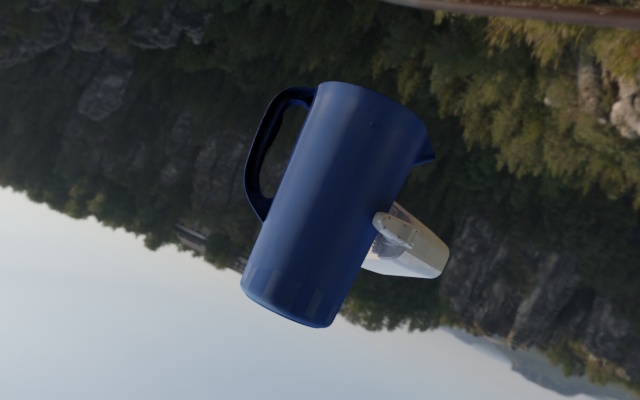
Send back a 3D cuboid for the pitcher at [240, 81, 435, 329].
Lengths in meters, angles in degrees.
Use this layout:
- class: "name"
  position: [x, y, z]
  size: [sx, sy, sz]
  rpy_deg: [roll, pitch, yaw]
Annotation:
- class: "pitcher"
  position: [0.000, 0.002, 0.517]
  size: [0.149, 0.243, 0.145]
  rpy_deg: [19, -8, 45]
